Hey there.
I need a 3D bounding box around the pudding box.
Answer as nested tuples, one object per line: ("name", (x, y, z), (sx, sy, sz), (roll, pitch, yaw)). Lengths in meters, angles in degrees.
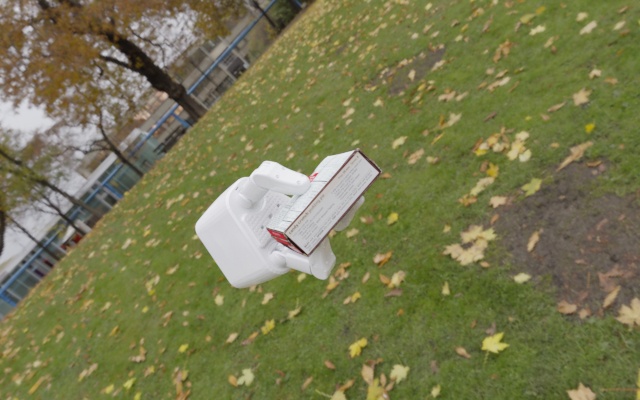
("pudding box", (0.000, 0.001, 0.485), (0.039, 0.113, 0.090), (42, -11, -14))
